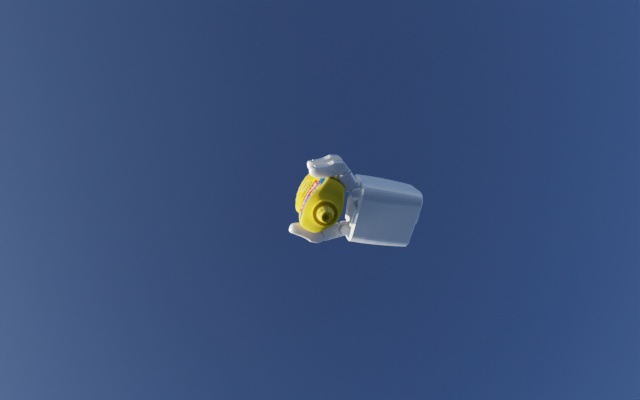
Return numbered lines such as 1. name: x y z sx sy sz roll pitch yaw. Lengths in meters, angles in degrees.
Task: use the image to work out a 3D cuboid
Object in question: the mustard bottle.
1. mustard bottle: 0.000 0.002 0.796 0.058 0.096 0.191 32 9 -13
